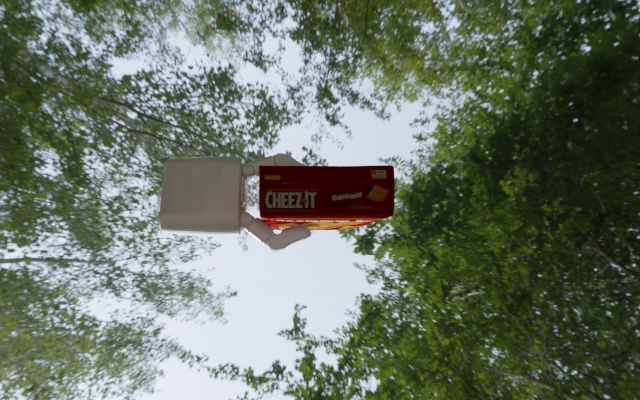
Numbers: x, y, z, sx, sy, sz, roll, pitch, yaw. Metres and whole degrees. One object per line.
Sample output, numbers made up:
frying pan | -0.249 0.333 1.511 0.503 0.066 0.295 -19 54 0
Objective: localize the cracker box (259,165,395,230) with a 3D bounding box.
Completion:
cracker box | 0.000 0.002 0.668 0.164 0.072 0.214 -1 -6 -4
